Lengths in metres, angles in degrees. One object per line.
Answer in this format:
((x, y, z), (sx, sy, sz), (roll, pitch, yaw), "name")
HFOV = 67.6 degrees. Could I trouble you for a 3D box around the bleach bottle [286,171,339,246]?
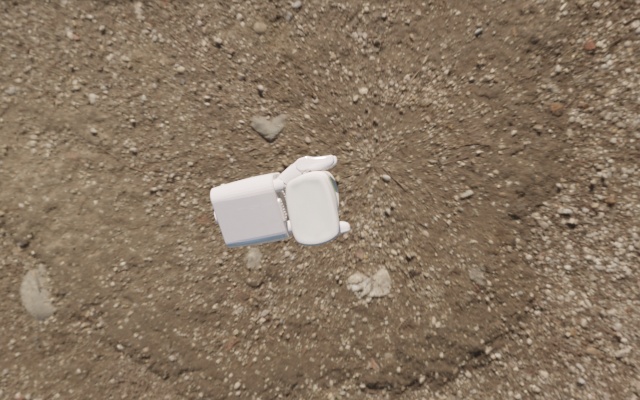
((0.000, 0.002, 0.779), (0.068, 0.102, 0.251), (-12, 3, 7), "bleach bottle")
